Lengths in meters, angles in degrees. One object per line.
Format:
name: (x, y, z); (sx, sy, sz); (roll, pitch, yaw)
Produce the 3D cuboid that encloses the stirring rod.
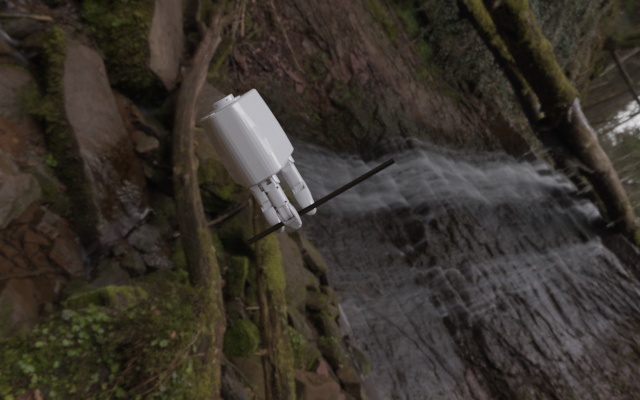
stirring rod: (0.000, 0.002, 0.688); (0.239, 0.011, 0.011); (-30, -2, 3)
